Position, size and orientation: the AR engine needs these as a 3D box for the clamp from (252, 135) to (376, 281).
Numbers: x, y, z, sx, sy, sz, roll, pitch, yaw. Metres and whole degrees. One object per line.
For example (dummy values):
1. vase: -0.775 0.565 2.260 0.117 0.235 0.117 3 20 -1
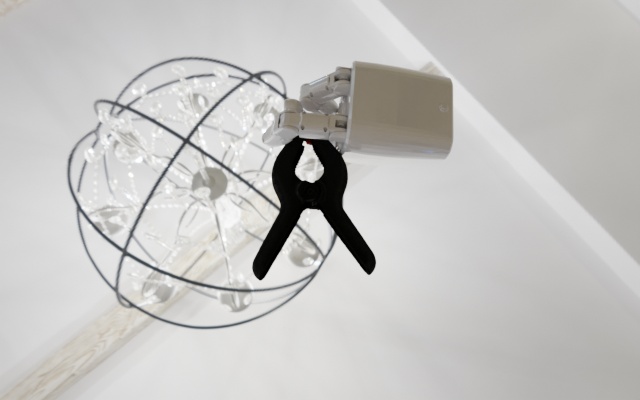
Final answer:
1. clamp: 0.000 0.002 0.488 0.120 0.171 0.039 7 -15 -5
